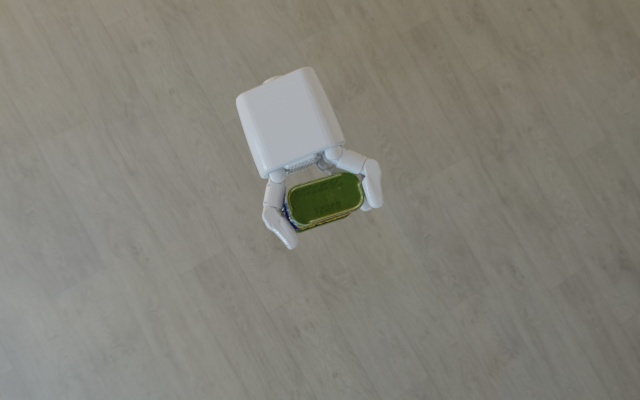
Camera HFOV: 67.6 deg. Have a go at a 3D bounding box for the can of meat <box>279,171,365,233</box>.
[{"bbox_3d":[0.000,0.002,0.618,0.102,0.057,0.084,-17,-5,-11],"label":"can of meat"}]
